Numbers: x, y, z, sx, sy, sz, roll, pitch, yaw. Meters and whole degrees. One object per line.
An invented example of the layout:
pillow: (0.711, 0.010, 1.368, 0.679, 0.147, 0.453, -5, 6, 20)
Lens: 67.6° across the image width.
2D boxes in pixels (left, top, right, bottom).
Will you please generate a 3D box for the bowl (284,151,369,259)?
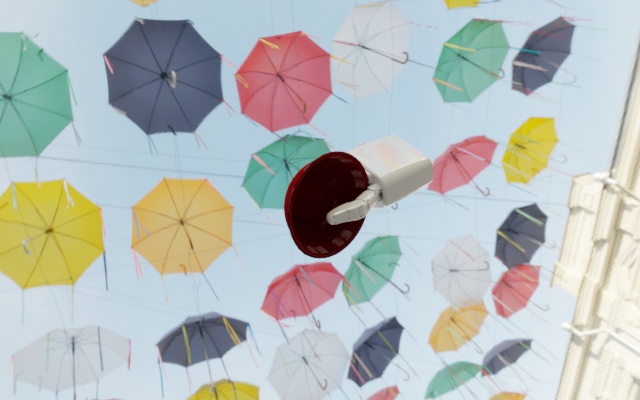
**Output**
bowl: (-0.001, 0.002, 0.713, 0.162, 0.162, 0.055, 0, 13, -43)
